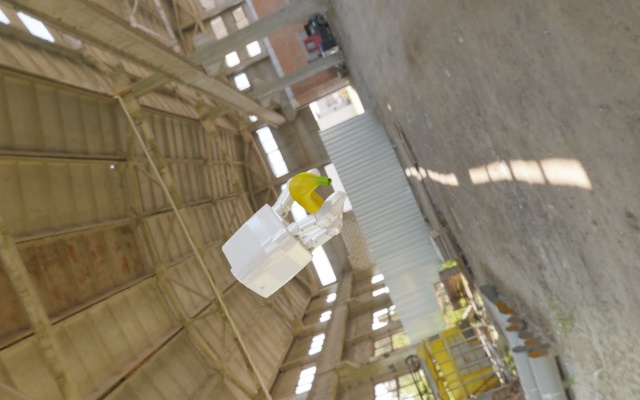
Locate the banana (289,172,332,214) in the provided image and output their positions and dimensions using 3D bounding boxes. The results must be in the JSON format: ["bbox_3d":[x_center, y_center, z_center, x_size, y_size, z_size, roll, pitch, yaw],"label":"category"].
[{"bbox_3d":[-0.016,-0.007,0.773,0.069,0.037,0.198,27,-12,8],"label":"banana"}]
